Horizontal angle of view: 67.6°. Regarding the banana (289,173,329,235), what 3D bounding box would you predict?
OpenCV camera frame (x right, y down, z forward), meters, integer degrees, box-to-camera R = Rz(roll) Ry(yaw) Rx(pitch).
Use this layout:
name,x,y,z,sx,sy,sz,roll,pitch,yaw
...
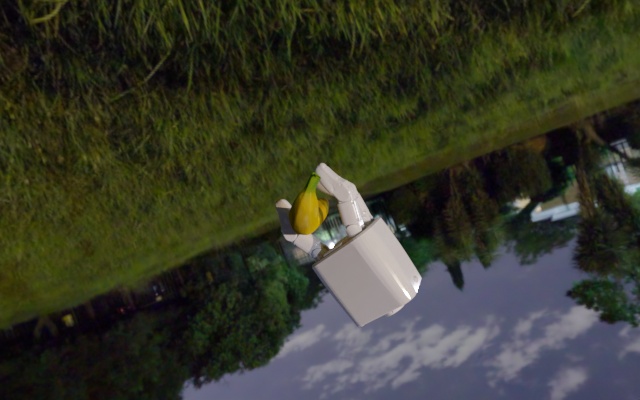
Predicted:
name,x,y,z,sx,sy,sz,roll,pitch,yaw
banana,-0.012,0.016,0.641,0.037,0.069,0.198,38,-5,6
